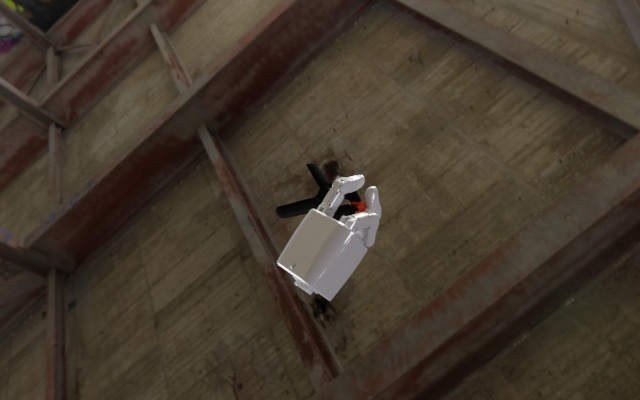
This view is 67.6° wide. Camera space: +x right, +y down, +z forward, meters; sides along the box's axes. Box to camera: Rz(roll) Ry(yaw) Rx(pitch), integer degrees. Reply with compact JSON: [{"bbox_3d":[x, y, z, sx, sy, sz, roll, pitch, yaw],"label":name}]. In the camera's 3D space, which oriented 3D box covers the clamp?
[{"bbox_3d":[0.001,0.003,0.829,0.171,0.120,0.039,26,-13,45],"label":"clamp"}]
